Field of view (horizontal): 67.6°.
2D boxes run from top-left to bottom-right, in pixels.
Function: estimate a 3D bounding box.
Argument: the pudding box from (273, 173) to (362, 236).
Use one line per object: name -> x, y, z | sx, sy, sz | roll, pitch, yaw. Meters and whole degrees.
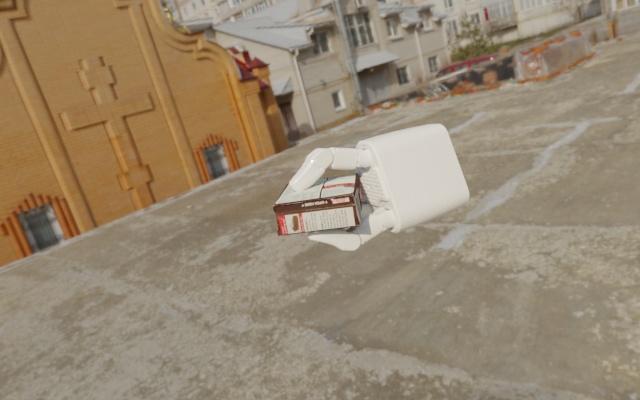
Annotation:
pudding box -> 0.000, 0.002, 0.545 | 0.090, 0.039, 0.113 | -8, 12, 8
